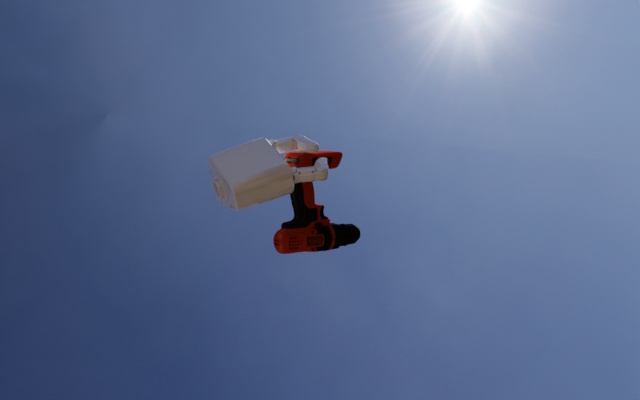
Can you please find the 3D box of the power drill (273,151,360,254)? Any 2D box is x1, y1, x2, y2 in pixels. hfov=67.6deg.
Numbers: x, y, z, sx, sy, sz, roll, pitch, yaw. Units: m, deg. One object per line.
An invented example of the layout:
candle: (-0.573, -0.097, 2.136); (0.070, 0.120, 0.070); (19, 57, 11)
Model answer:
power drill: (0.000, 0.002, 0.884); (0.184, 0.187, 0.057); (-4, 8, -35)
